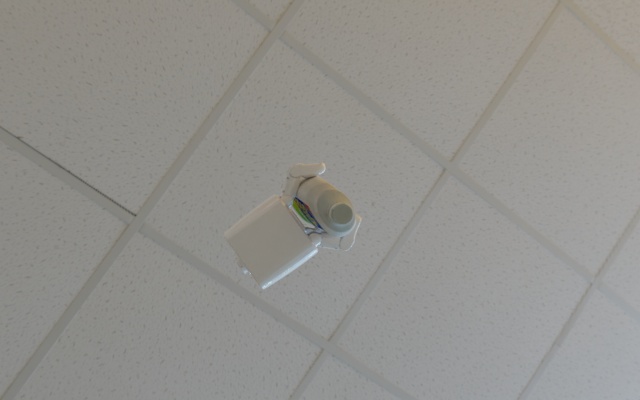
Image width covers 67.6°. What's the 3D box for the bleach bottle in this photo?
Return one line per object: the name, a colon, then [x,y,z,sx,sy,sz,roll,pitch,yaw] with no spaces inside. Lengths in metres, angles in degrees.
bleach bottle: [0.000,0.003,0.761,0.068,0.102,0.251,-35,10,-7]
